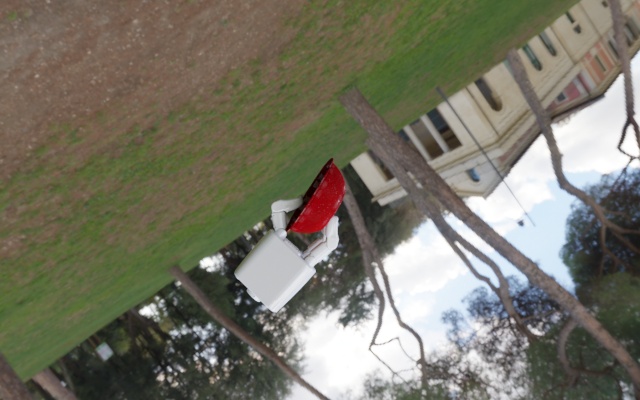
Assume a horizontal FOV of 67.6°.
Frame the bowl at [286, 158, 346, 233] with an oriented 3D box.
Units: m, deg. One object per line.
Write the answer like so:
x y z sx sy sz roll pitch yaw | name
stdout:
0.001 0.002 0.880 0.055 0.162 0.162 32 -4 -6 | bowl
